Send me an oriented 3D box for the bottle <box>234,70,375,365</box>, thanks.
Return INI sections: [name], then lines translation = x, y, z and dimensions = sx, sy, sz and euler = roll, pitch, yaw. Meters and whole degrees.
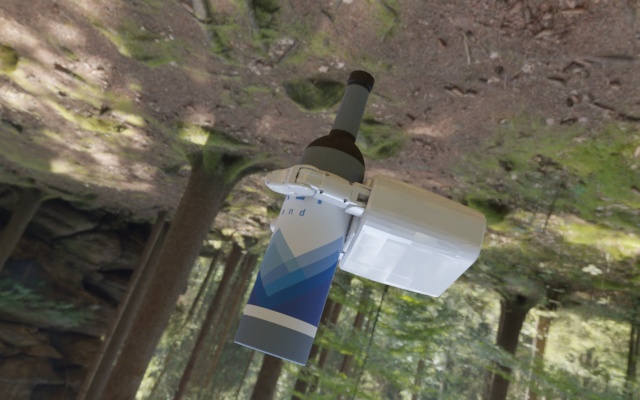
[bottle]
translation = 0.000, 0.002, 0.463
dimensions = 0.069, 0.295, 0.069
euler = 17, -18, 6
